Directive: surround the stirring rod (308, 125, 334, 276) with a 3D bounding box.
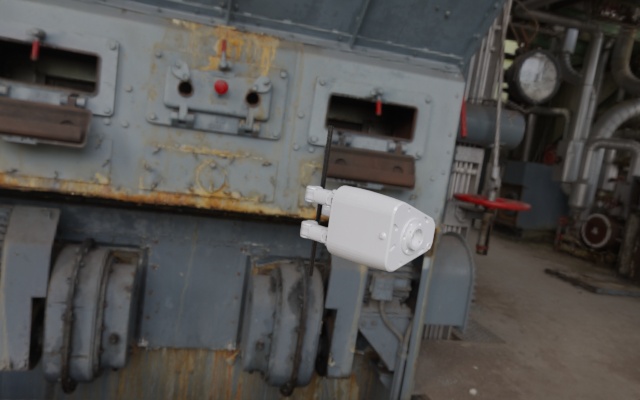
[{"bbox_3d":[0.000,0.003,0.752,0.011,0.239,0.011,8,7,-1],"label":"stirring rod"}]
